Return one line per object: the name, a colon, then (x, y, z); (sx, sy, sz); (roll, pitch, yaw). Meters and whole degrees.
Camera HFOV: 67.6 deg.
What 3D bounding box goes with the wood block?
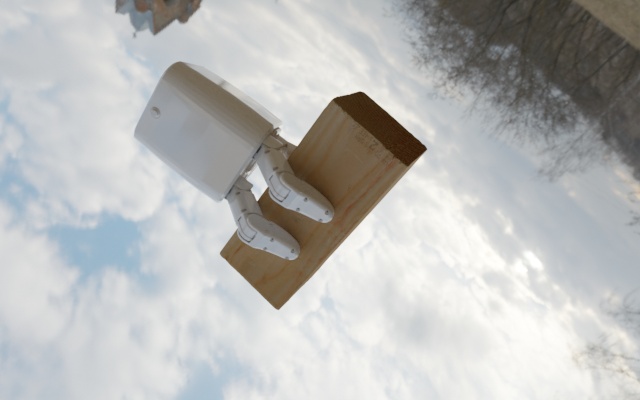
wood block: (0.000, 0.001, 0.483); (0.090, 0.206, 0.090); (43, 28, 6)
